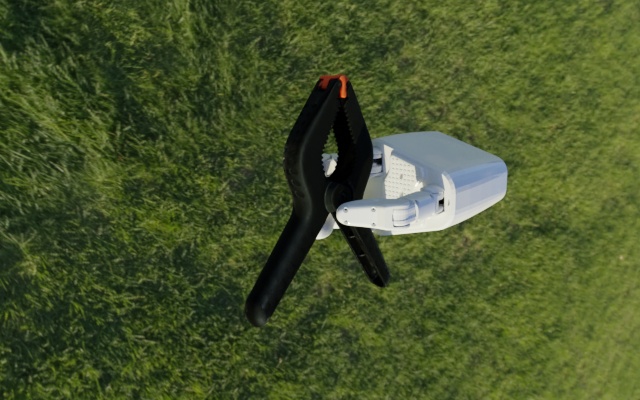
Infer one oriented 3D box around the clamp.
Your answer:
[{"bbox_3d":[0.001,0.001,0.409,0.164,0.210,0.036,-16,20,-41],"label":"clamp"}]
